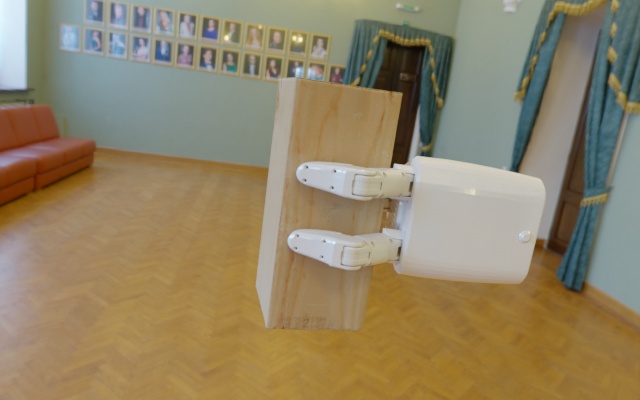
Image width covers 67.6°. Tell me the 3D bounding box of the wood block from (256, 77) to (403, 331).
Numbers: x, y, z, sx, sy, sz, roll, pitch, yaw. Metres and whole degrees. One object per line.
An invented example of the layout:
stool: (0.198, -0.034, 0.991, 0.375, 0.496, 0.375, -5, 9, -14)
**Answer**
wood block: (0.000, 0.001, 0.428, 0.090, 0.206, 0.090, 5, 13, -14)
